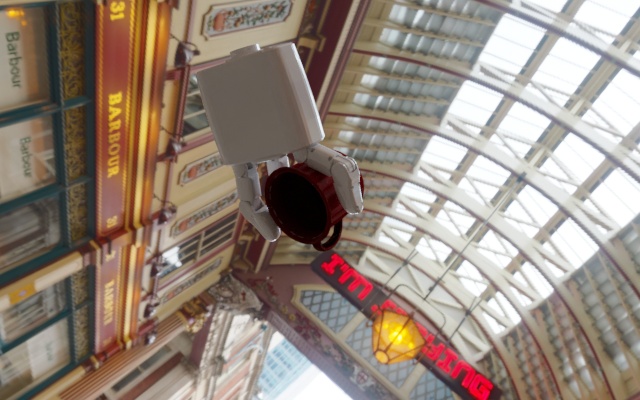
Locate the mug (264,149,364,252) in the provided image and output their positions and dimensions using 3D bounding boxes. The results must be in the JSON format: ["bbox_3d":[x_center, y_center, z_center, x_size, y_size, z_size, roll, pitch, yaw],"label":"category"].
[{"bbox_3d":[0.001,0.003,0.553,0.093,0.117,0.081,-1,24,40],"label":"mug"}]
